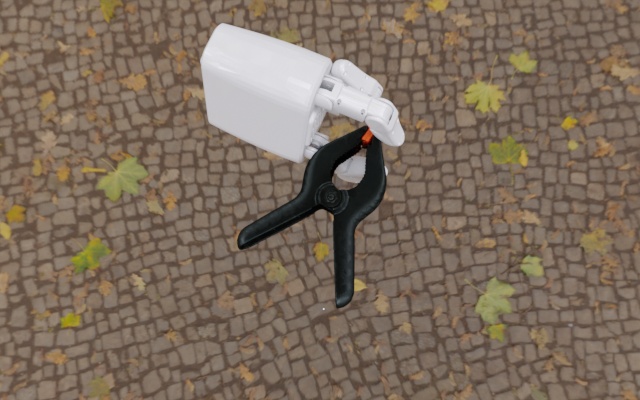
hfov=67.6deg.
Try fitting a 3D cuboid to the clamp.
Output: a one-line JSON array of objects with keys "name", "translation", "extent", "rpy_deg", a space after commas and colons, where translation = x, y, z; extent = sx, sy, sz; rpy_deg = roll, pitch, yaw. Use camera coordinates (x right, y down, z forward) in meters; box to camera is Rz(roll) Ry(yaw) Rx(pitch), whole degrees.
[{"name": "clamp", "translation": [0.000, 0.001, 0.451], "extent": [0.120, 0.171, 0.039], "rpy_deg": [22, -12, 3]}]
